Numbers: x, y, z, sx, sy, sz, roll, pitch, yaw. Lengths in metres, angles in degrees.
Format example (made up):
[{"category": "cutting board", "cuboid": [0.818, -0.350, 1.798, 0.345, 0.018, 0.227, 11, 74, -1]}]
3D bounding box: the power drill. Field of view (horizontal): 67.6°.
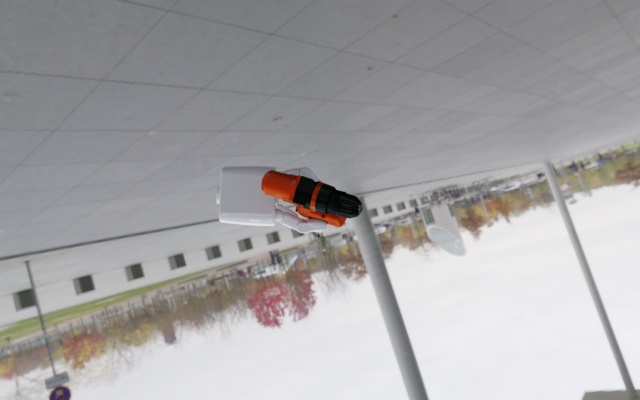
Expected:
[{"category": "power drill", "cuboid": [0.000, 0.003, 0.885, 0.184, 0.057, 0.188, 19, -8, 16]}]
